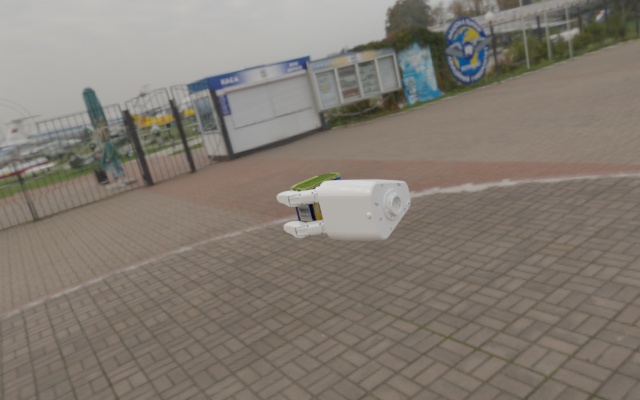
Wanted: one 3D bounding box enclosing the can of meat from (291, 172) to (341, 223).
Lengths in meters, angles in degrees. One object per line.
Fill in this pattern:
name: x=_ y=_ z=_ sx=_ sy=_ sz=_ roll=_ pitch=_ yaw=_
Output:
can of meat: x=0.000 y=0.002 z=0.855 sx=0.057 sy=0.084 sz=0.102 roll=2 pitch=20 yaw=45
